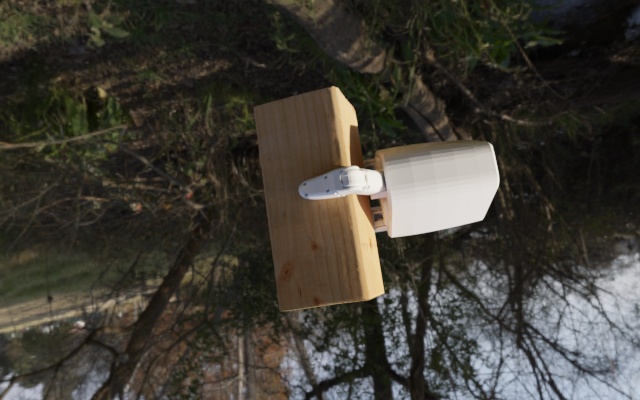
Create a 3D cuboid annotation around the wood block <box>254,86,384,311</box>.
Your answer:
[{"bbox_3d":[0.000,0.002,0.497,0.090,0.206,0.091,-11,-9,16],"label":"wood block"}]
